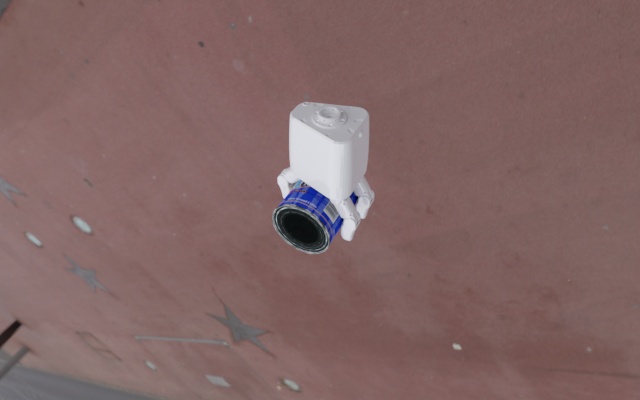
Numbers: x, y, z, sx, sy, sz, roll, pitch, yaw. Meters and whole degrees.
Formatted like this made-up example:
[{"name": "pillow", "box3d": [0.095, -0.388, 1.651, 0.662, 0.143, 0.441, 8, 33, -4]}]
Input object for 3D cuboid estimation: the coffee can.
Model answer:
[{"name": "coffee can", "box3d": [0.000, 0.003, 0.782, 0.103, 0.103, 0.140, 0, 39, 36]}]
